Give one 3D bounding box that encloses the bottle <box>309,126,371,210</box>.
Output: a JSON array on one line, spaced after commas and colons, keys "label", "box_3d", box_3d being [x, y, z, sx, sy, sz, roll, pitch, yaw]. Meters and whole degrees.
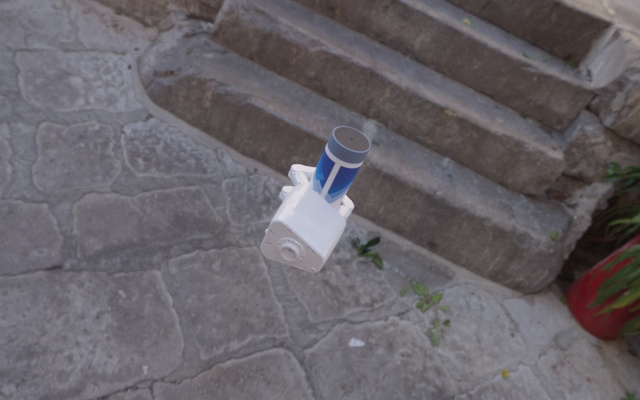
[{"label": "bottle", "box_3d": [0.000, 0.003, 0.861, 0.069, 0.069, 0.296, 0, -44, -28]}]
